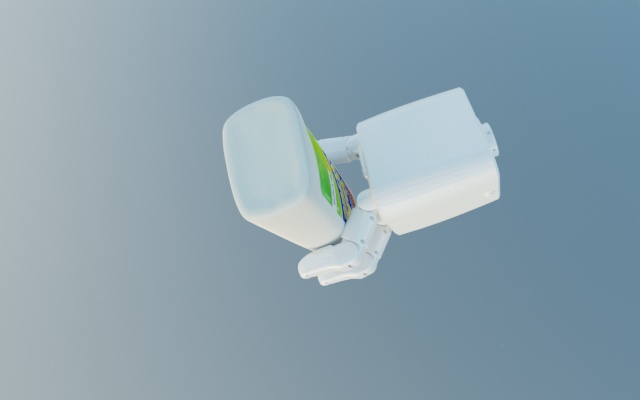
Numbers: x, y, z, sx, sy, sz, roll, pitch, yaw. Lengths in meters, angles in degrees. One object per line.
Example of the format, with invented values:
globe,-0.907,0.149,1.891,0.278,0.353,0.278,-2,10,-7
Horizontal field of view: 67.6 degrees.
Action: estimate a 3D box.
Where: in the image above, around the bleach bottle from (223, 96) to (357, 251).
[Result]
bleach bottle,0.000,0.002,0.470,0.068,0.102,0.251,-19,-22,14
